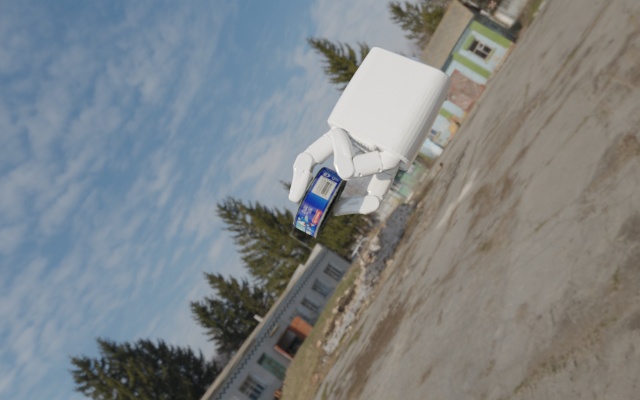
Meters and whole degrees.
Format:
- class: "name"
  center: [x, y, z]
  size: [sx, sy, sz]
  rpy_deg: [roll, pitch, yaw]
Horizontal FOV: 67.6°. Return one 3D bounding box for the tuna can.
- class: "tuna can"
  center: [0.000, 0.002, 0.596]
  size: [0.034, 0.086, 0.086]
  rpy_deg: [27, 3, 6]
